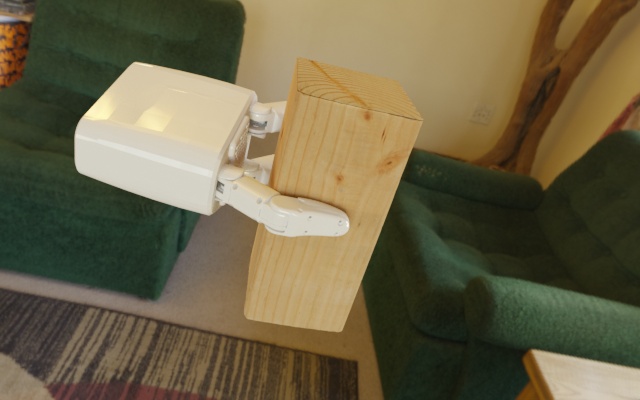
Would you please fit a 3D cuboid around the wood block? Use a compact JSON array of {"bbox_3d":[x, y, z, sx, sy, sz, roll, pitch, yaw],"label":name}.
[{"bbox_3d":[0.000,0.001,0.403,0.090,0.206,0.090,11,30,-10],"label":"wood block"}]
